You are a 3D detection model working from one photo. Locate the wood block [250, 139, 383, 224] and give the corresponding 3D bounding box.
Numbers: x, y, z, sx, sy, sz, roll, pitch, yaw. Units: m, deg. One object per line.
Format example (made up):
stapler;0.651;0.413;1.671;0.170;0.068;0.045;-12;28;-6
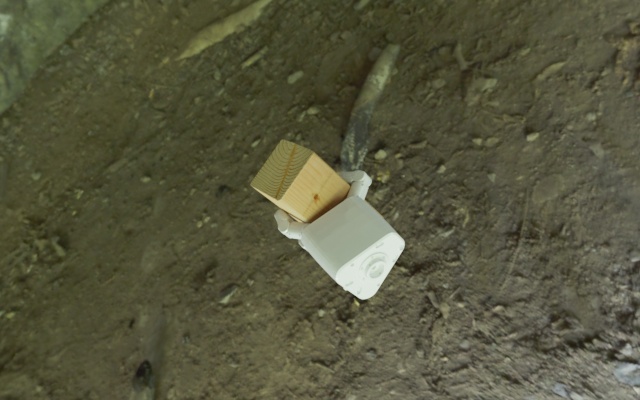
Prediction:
wood block;0.000;0.002;0.777;0.090;0.091;0.206;27;-10;48
